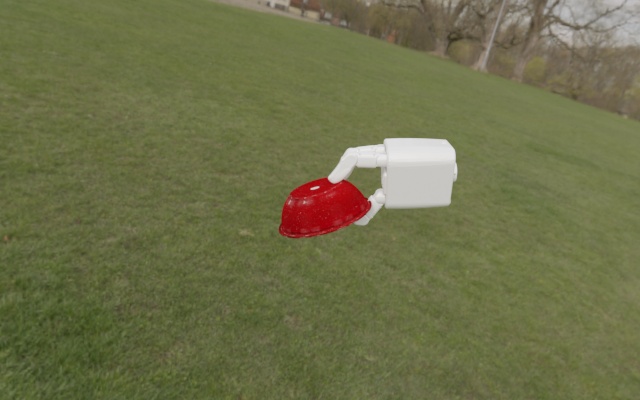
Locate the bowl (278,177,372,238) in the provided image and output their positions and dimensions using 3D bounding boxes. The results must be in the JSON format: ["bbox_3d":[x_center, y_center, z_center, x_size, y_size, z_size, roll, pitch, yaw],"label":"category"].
[{"bbox_3d":[-0.001,0.003,0.786,0.162,0.055,0.162,-16,17,5],"label":"bowl"}]
